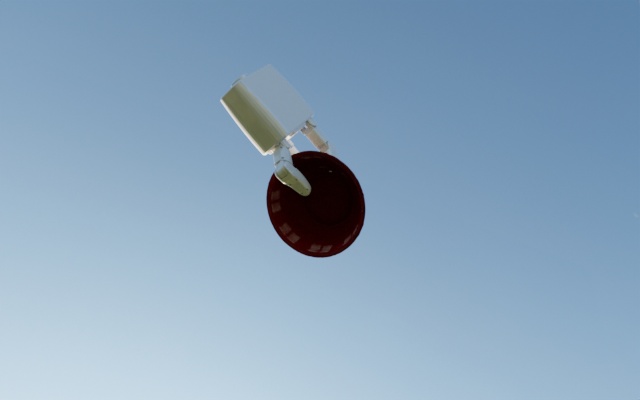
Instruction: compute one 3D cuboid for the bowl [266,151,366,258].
[{"bbox_3d":[0.001,0.004,0.727,0.162,0.162,0.055,0,11,25],"label":"bowl"}]
